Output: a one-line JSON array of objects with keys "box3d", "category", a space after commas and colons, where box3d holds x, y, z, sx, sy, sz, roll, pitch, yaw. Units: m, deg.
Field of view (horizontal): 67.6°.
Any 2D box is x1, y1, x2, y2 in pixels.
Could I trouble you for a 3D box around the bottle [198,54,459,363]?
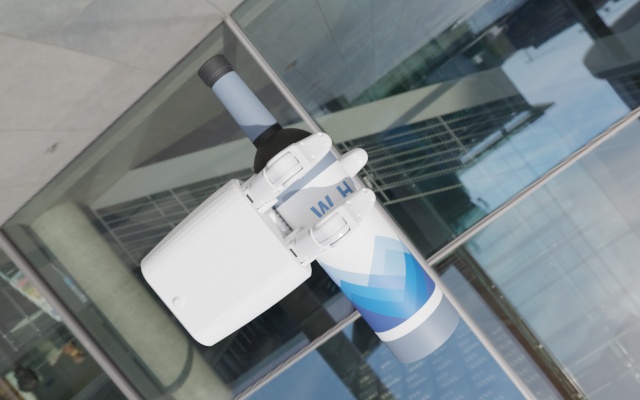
[{"box3d": [0.000, 0.001, 0.404, 0.069, 0.296, 0.069, -39, 2, 2], "category": "bottle"}]
